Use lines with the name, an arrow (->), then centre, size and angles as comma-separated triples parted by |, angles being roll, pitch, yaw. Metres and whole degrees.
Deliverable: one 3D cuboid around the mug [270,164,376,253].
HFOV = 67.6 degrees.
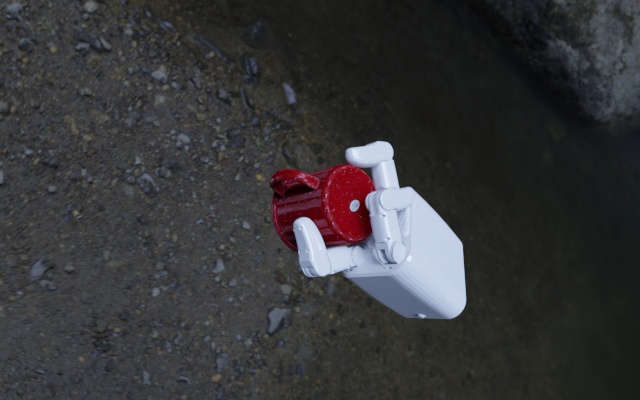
mug -> -0.001, 0.001, 0.503 | 0.117, 0.093, 0.081 | 38, -32, -30
